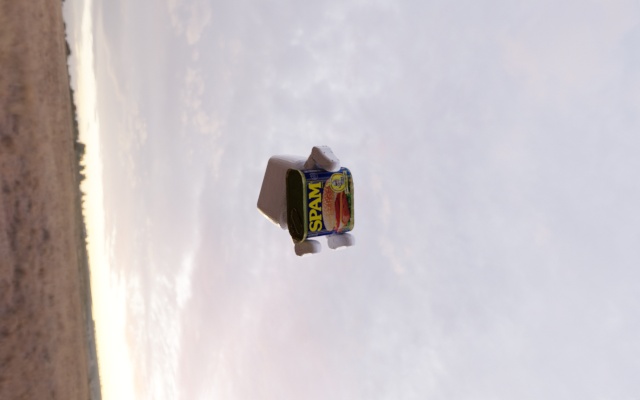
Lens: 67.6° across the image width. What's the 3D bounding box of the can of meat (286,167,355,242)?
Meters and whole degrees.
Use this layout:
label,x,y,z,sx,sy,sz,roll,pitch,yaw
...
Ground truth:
label,x,y,z,sx,sy,sz,roll,pitch,yaw
can of meat,0.000,0.002,0.686,0.084,0.102,0.057,-7,12,-28
